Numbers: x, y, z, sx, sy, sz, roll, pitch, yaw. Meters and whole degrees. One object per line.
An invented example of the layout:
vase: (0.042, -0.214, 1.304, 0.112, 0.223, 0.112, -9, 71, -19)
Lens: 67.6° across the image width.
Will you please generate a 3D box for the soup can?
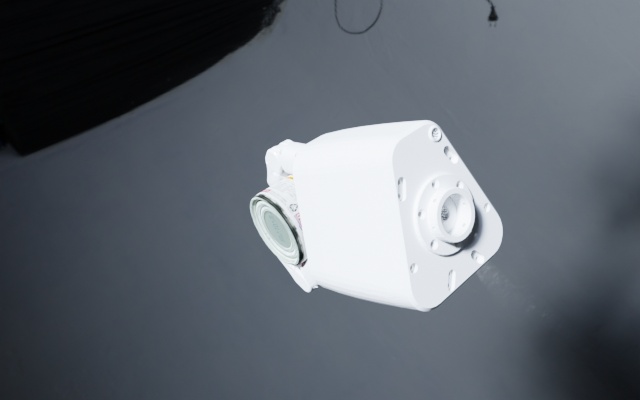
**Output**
soup can: (0.000, 0.001, 0.410, 0.102, 0.068, 0.068, -33, 16, -27)
